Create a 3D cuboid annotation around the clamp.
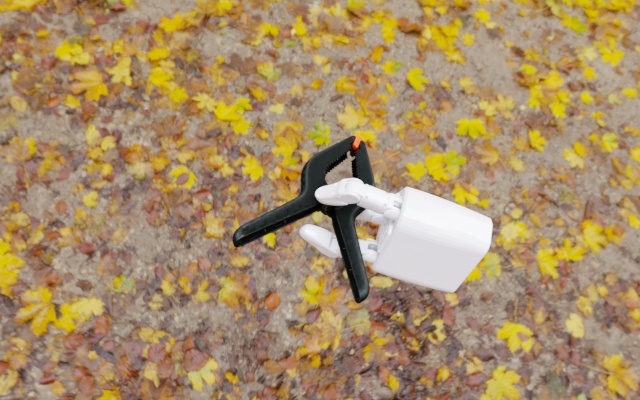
[{"bbox_3d":[0.001,0.001,0.575,0.164,0.210,0.036,19,-29,-3],"label":"clamp"}]
